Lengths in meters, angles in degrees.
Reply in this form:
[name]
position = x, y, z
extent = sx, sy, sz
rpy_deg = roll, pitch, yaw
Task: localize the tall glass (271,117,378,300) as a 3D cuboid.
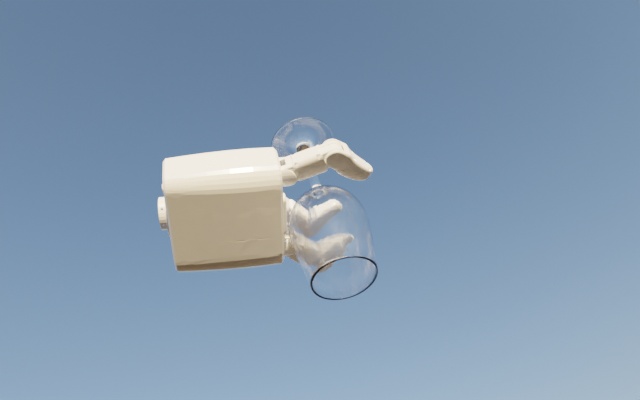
[tall glass]
position = 0.000, 0.001, 0.488
extent = 0.079, 0.079, 0.200
rpy_deg = 0, 43, -17
